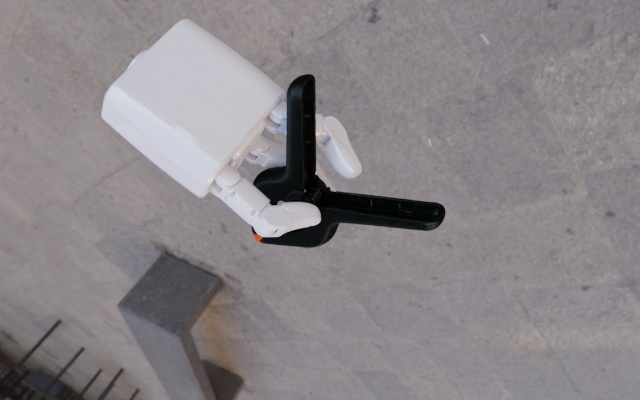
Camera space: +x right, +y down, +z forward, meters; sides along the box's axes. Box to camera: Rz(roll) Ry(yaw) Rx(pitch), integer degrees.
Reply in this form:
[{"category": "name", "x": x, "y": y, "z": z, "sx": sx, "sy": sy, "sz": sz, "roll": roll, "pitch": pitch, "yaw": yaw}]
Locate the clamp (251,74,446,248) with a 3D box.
[{"category": "clamp", "x": -0.001, "y": 0.002, "z": 0.443, "sx": 0.164, "sy": 0.036, "sz": 0.210, "roll": 40, "pitch": -39, "yaw": -5}]
